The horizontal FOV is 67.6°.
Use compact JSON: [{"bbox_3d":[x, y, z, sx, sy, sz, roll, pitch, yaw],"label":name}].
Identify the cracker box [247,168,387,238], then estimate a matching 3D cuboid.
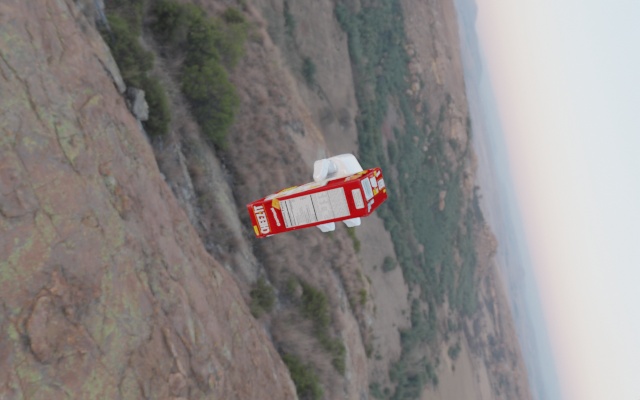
[{"bbox_3d":[0.000,0.003,0.875,0.214,0.072,0.164,-13,6,21],"label":"cracker box"}]
